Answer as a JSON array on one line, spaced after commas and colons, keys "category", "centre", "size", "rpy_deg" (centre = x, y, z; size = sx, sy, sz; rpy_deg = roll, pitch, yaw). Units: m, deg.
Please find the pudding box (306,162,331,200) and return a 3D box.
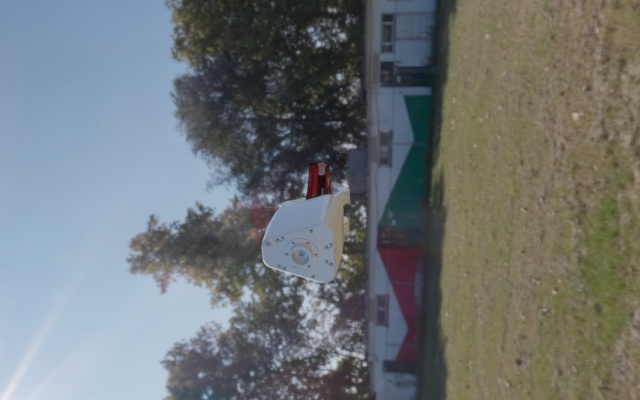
[{"category": "pudding box", "centre": [0.000, 0.003, 0.832], "size": [0.039, 0.090, 0.114], "rpy_deg": [1, -40, 5]}]
